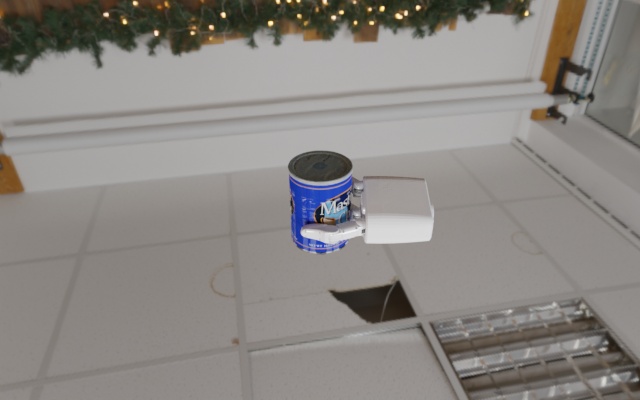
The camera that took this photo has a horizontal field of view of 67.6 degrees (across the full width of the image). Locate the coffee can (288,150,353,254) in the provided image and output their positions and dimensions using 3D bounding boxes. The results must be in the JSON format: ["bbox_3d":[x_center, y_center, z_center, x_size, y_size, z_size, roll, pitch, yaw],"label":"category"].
[{"bbox_3d":[0.000,0.002,0.789,0.103,0.140,0.102,0,33,0],"label":"coffee can"}]
